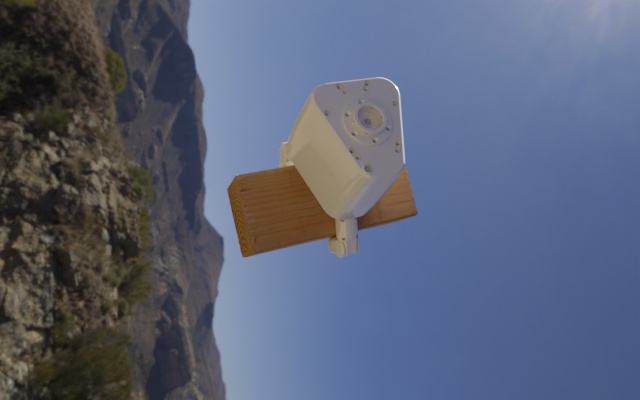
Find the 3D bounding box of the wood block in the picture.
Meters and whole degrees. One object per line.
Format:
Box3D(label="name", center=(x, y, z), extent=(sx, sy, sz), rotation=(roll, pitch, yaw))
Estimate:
Box3D(label="wood block", center=(0.000, 0.002, 0.588), extent=(0.206, 0.091, 0.090), rotation=(-11, -6, -19))
